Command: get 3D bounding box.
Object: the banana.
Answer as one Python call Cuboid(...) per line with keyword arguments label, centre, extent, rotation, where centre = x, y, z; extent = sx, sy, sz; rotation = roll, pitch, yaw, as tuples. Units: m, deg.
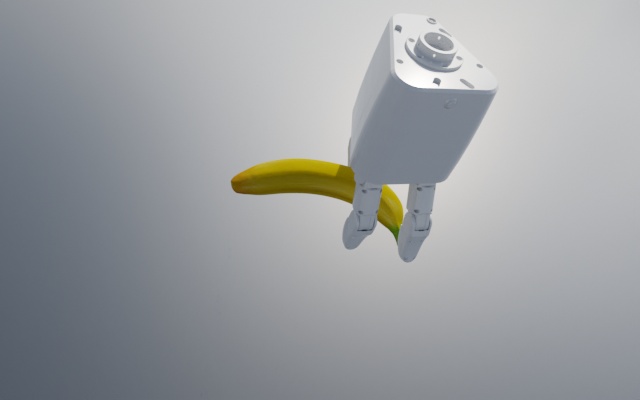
Cuboid(label="banana", centre=(0.007, -0.011, 0.509), extent=(0.198, 0.069, 0.037), rotation=(18, -38, -2))
